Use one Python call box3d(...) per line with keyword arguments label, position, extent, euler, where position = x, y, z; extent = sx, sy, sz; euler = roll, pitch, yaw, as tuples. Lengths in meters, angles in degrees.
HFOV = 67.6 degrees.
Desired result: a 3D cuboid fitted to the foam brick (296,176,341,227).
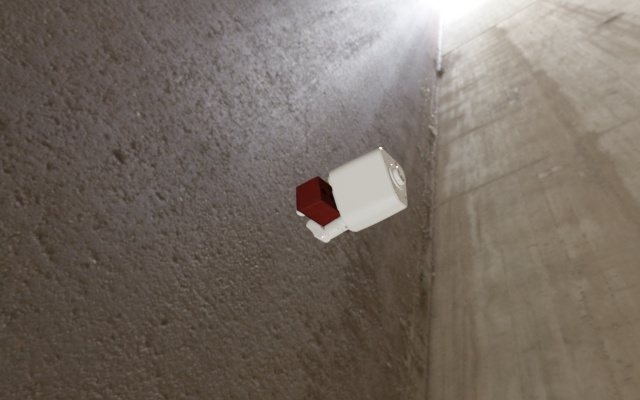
box3d(label="foam brick", position=(0.000, 0.003, 0.845), extent=(0.051, 0.053, 0.078), euler=(-26, -38, 27))
